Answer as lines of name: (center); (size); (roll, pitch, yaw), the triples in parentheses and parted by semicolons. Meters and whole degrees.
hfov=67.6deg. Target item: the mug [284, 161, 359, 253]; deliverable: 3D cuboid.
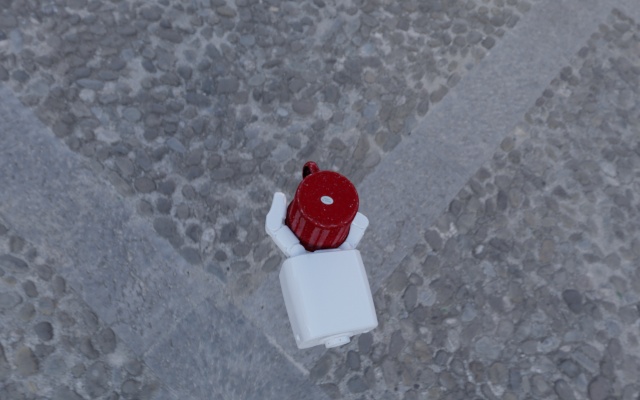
mug: (0.000, 0.001, 0.630); (0.093, 0.117, 0.081); (-10, -22, -15)
